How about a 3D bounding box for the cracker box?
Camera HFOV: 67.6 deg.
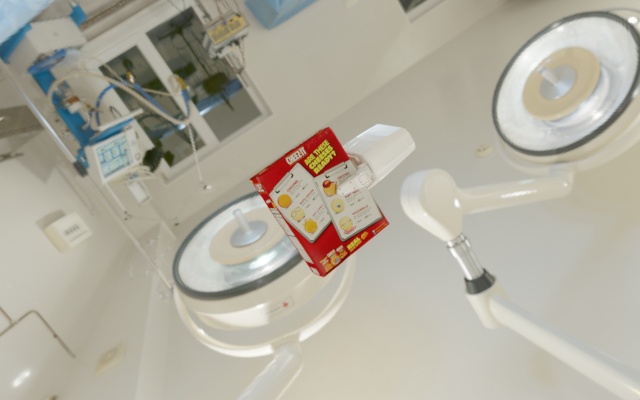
[{"bbox_3d":[0.000,0.003,0.861,0.164,0.214,0.072,-37,12,-18],"label":"cracker box"}]
